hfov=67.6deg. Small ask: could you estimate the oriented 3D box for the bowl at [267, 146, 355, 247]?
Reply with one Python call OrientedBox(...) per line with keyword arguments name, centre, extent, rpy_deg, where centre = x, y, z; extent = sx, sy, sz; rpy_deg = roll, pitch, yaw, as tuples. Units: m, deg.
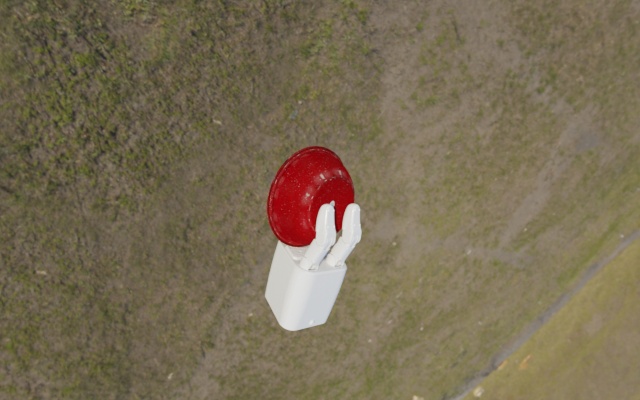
OrientedBox(name="bowl", centre=(0.000, 0.001, 0.715), extent=(0.162, 0.162, 0.055), rpy_deg=(0, 15, -44))
